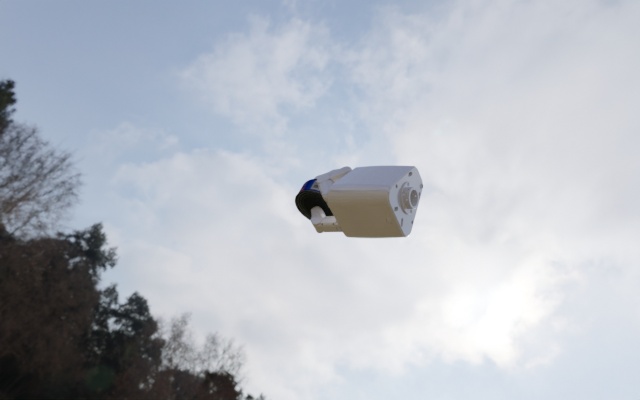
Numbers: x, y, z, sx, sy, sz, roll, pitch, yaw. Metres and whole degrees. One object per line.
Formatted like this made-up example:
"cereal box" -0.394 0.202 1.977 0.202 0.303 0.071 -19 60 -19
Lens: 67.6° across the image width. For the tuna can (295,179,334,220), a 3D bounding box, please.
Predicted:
"tuna can" 0.000 0.002 0.842 0.086 0.033 0.086 18 -38 15
